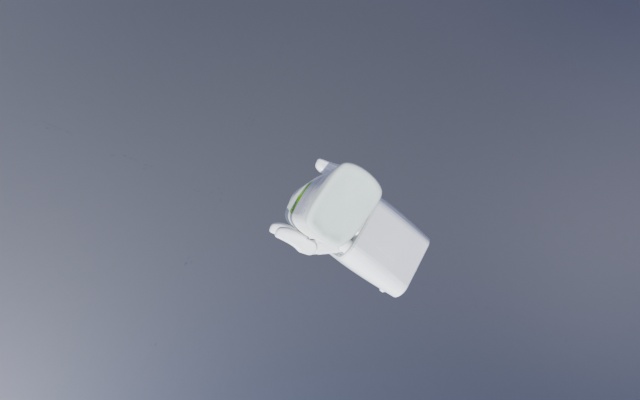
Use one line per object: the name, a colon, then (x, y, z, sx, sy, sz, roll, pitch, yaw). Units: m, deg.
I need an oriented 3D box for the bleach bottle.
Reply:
bleach bottle: (0.000, 0.002, 0.679, 0.068, 0.102, 0.251, 37, -6, -11)
